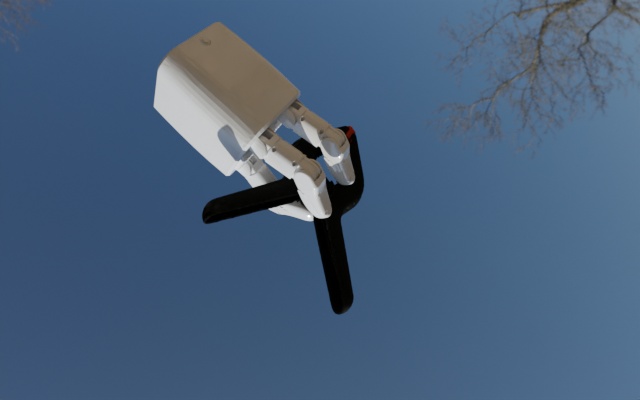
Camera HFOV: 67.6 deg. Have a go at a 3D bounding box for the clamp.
[{"bbox_3d":[0.000,0.001,0.495,0.036,0.164,0.210,-38,12,49],"label":"clamp"}]
